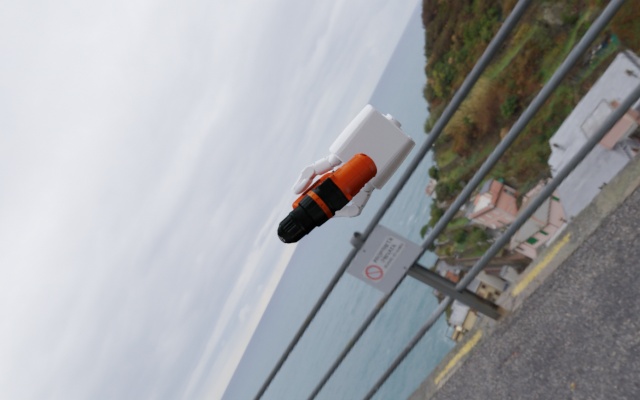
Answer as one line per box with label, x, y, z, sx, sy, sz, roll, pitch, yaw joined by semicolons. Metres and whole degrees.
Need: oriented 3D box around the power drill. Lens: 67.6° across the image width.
power drill;0.000;0.002;0.786;0.184;0.057;0.187;-39;4;-8
